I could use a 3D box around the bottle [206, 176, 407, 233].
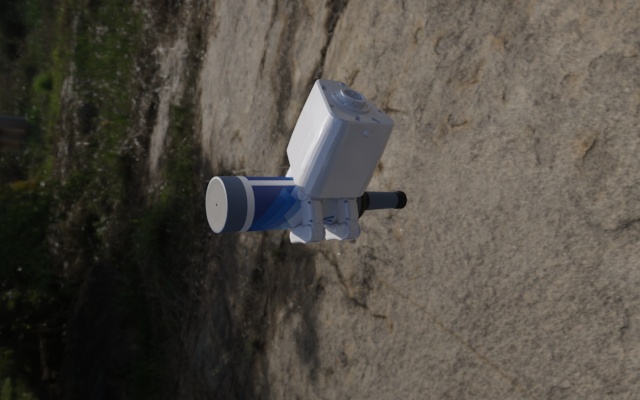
[{"bbox_3d":[0.000,0.002,0.637,0.296,0.069,0.069,-1,1,-34],"label":"bottle"}]
